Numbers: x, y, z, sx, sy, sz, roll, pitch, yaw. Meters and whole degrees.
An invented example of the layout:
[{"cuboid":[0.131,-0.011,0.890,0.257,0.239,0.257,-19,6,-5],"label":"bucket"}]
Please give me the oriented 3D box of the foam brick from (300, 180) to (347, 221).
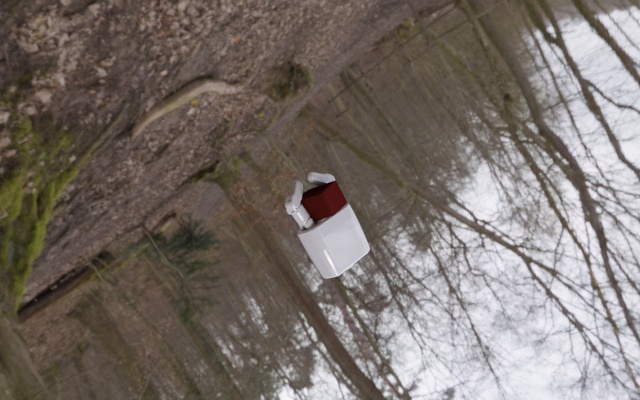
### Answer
[{"cuboid":[0.000,0.003,0.899,0.078,0.051,0.053,-18,14,43],"label":"foam brick"}]
